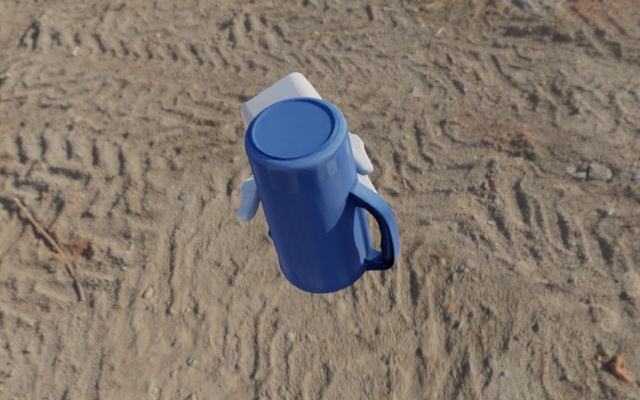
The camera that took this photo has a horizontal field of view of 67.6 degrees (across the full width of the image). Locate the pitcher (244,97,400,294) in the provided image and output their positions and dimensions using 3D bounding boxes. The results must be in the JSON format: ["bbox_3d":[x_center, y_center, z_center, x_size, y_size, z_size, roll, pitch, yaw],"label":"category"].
[{"bbox_3d":[0.000,0.002,0.573,0.149,0.145,0.243,-21,-38,-6],"label":"pitcher"}]
